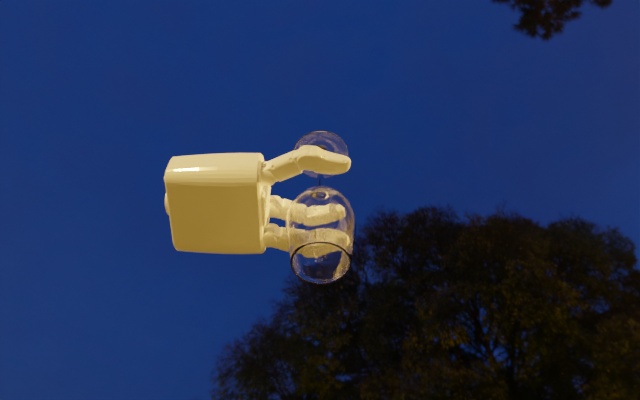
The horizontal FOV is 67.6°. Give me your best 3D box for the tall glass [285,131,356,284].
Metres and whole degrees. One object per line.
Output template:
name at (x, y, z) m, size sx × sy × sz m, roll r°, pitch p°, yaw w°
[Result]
tall glass at (0.000, 0.001, 0.556) m, size 0.079 × 0.079 × 0.200 m, roll 0°, pitch 39°, yaw -1°
